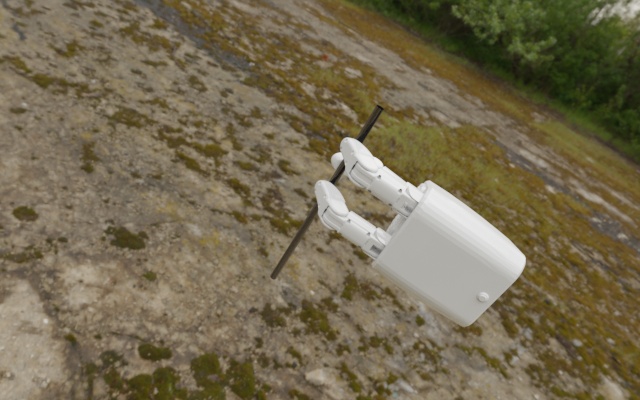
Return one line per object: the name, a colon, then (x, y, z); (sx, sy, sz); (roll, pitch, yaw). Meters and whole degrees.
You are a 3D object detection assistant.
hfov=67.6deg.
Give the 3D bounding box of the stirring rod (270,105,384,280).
stirring rod: (0.000, 0.002, 0.507); (0.011, 0.240, 0.011); (24, 30, -15)
